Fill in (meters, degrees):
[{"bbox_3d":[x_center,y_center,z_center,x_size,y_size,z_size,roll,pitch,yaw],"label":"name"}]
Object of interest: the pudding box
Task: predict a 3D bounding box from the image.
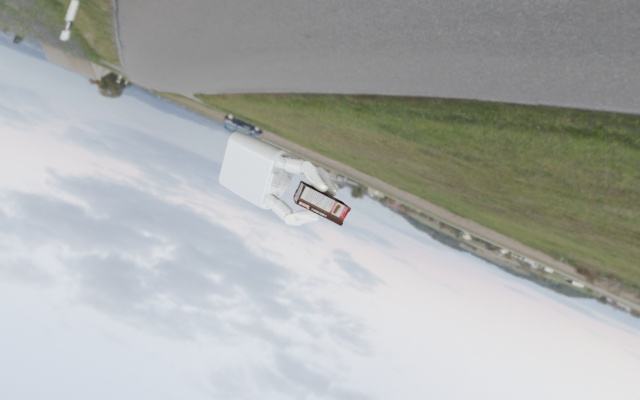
[{"bbox_3d":[0.000,0.003,0.828,0.090,0.039,0.113,26,5,-7],"label":"pudding box"}]
